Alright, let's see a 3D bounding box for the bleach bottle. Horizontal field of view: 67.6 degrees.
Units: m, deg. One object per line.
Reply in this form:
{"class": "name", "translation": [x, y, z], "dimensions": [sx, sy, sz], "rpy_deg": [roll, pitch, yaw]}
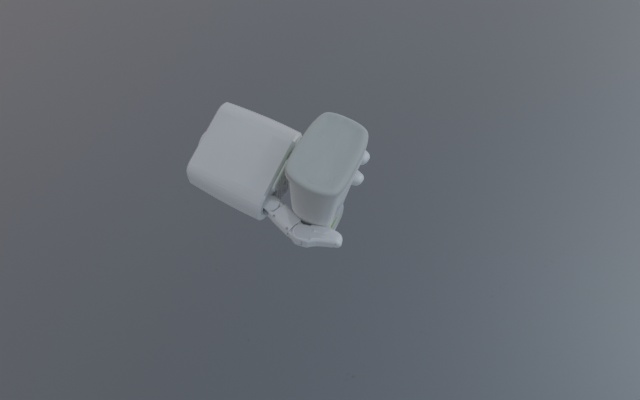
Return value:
{"class": "bleach bottle", "translation": [0.000, 0.002, 0.601], "dimensions": [0.068, 0.102, 0.251], "rpy_deg": [26, -25, 8]}
